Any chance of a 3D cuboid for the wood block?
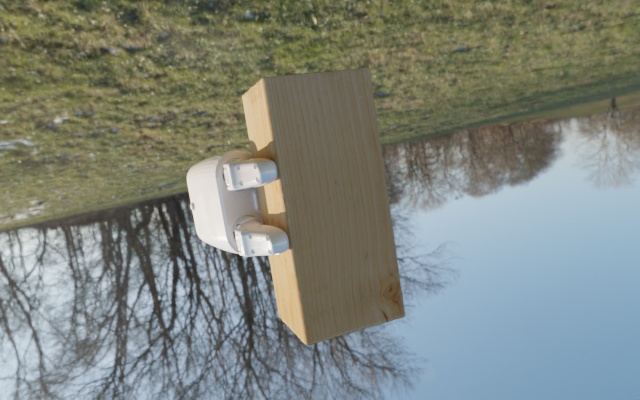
[{"bbox_3d":[0.000,0.001,0.413,0.091,0.206,0.090,-11,6,-19],"label":"wood block"}]
